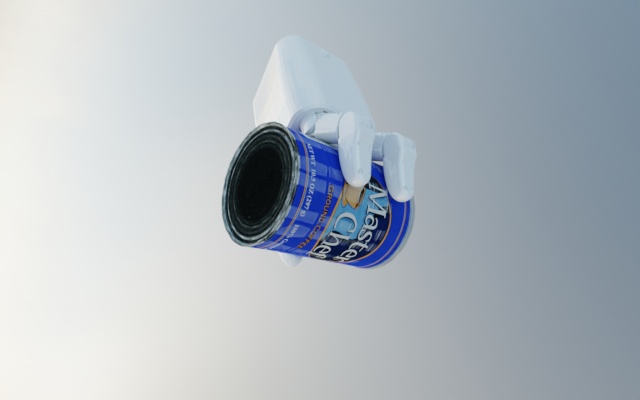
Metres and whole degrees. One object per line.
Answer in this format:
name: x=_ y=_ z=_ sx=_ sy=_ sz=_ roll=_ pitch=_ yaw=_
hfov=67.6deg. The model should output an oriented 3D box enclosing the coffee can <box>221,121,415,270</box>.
coffee can: x=0.000 y=0.002 z=0.422 sx=0.140 sy=0.103 sz=0.103 roll=16 pitch=-11 yaw=-40
